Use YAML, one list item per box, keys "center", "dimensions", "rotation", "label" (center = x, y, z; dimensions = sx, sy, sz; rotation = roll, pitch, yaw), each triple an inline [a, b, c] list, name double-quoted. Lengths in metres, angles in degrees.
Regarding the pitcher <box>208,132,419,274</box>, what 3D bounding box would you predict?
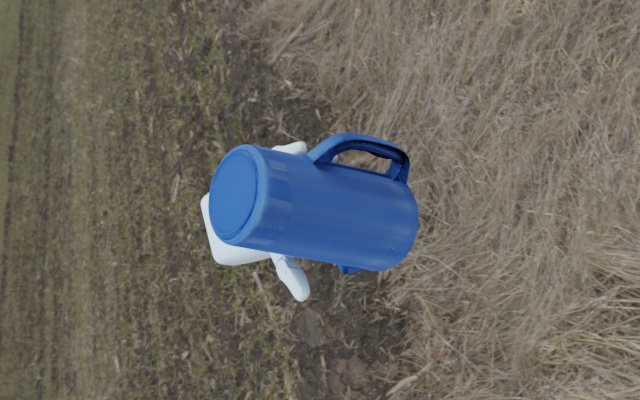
- center: [0.000, 0.002, 0.570]
  dimensions: [0.243, 0.149, 0.145]
  rotation: [12, -22, -42]
  label: "pitcher"
